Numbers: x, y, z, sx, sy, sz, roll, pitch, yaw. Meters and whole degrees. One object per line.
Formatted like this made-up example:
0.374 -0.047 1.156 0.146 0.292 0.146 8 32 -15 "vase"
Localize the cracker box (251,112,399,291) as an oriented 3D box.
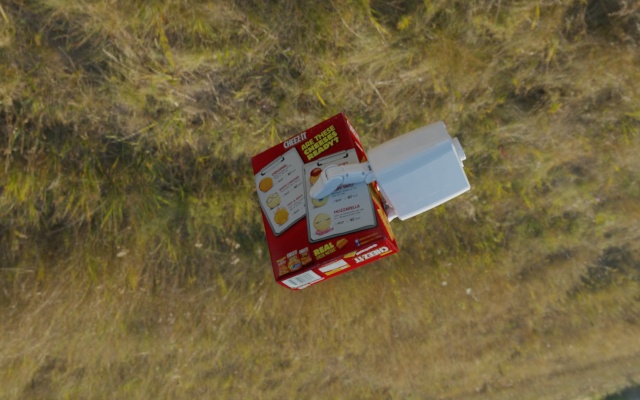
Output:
0.000 0.002 0.691 0.164 0.213 0.072 -24 -31 15 "cracker box"
